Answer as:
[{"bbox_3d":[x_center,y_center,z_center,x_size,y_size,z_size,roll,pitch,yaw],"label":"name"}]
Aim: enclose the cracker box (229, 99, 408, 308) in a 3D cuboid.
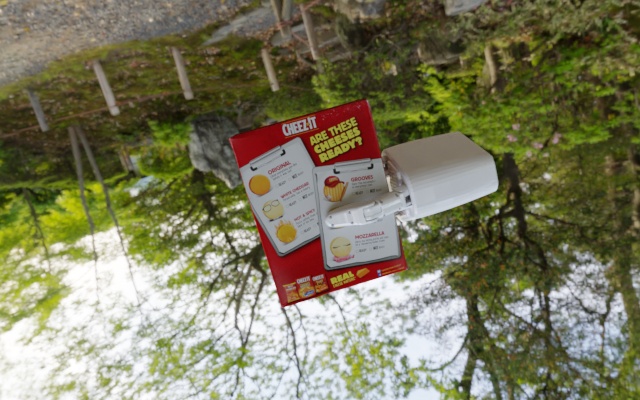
[{"bbox_3d":[0.000,0.002,0.584,0.164,0.214,0.072,-16,12,-4],"label":"cracker box"}]
